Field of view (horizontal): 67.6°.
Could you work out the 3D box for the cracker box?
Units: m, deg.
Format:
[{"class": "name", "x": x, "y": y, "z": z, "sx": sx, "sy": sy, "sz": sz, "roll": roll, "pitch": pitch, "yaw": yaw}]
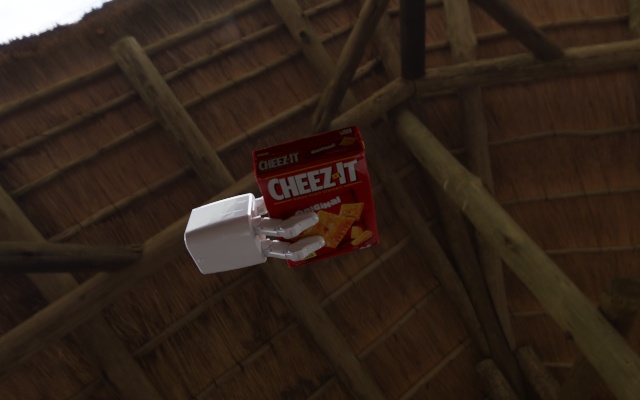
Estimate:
[{"class": "cracker box", "x": 0.000, "y": 0.003, "z": 0.764, "sx": 0.164, "sy": 0.214, "sz": 0.072, "roll": -15, "pitch": 44, "yaw": 0}]
